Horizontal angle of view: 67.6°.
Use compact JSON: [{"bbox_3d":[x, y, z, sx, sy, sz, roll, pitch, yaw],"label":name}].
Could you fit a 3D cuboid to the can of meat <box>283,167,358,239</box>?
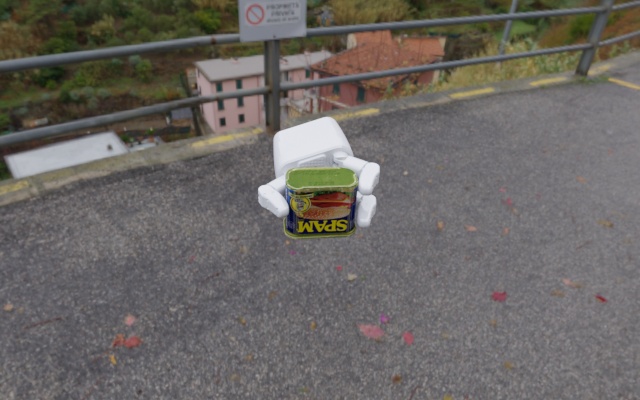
[{"bbox_3d":[0.000,0.002,0.656,0.102,0.084,0.057,-2,36,-6],"label":"can of meat"}]
